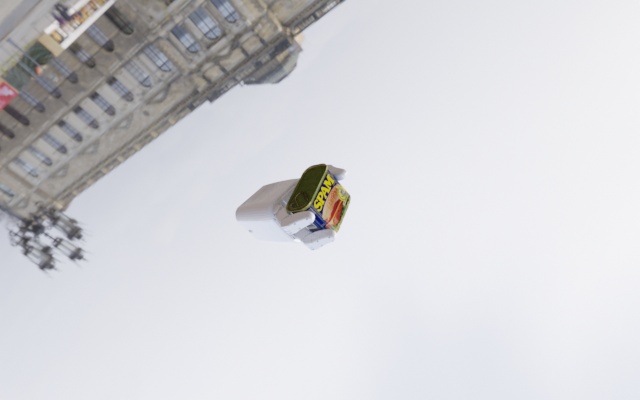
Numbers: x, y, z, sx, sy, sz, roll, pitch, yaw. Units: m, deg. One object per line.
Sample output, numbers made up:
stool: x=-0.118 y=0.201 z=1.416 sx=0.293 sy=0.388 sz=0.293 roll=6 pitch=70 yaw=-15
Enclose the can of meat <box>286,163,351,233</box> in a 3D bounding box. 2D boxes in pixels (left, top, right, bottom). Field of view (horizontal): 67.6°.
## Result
can of meat: x=0.000 y=0.003 z=0.816 sx=0.057 sy=0.102 sz=0.084 roll=-8 pitch=-44 yaw=42
